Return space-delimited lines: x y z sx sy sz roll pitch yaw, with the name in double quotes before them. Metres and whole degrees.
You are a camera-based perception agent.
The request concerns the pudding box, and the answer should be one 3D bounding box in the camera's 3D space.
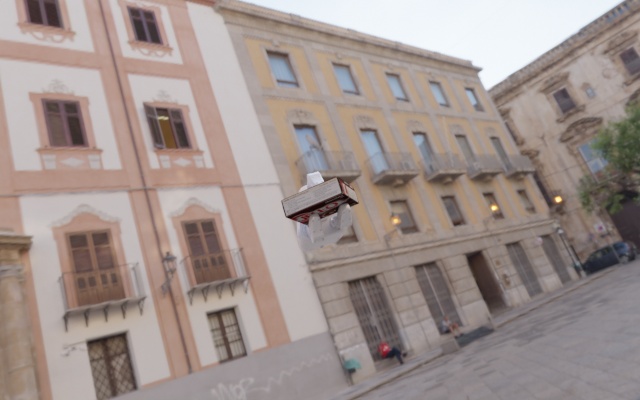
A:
"pudding box" 0.000 0.003 0.839 0.113 0.039 0.090 -25 -18 15
